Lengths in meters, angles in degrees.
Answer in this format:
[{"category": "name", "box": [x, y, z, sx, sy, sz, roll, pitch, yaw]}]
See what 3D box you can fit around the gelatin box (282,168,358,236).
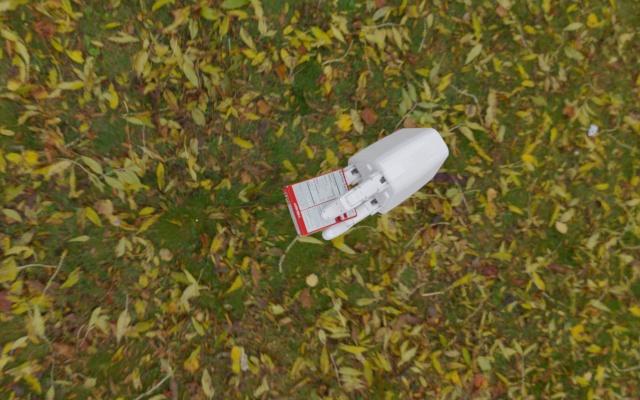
[{"category": "gelatin box", "box": [0.000, 0.002, 0.672, 0.089, 0.073, 0.030, -19, 2, -18]}]
